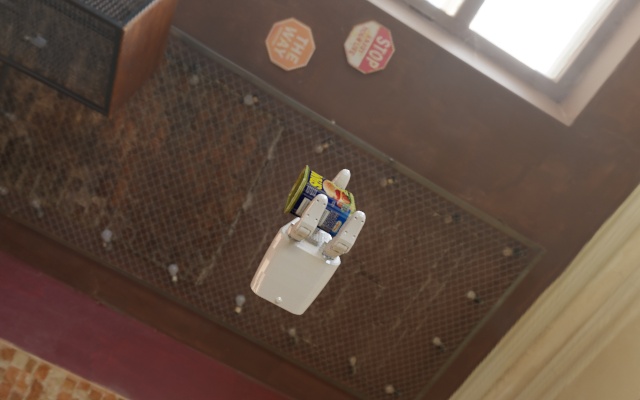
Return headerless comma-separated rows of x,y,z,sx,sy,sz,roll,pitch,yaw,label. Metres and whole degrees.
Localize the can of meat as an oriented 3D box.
0.000,0.002,0.683,0.084,0.057,0.102,30,16,-8,can of meat
